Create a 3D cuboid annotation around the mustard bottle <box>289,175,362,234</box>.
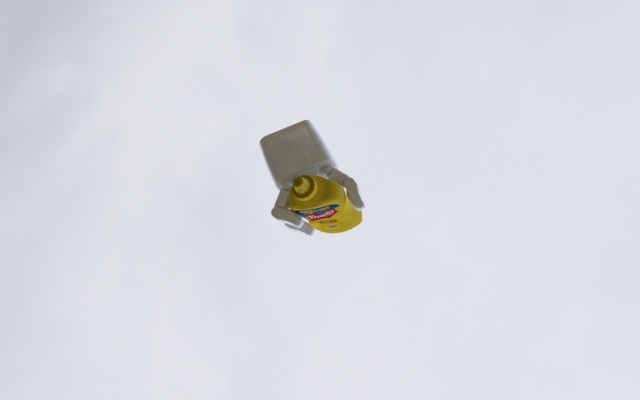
[{"bbox_3d":[0.000,0.003,0.811,0.096,0.058,0.192,-9,-23,20],"label":"mustard bottle"}]
